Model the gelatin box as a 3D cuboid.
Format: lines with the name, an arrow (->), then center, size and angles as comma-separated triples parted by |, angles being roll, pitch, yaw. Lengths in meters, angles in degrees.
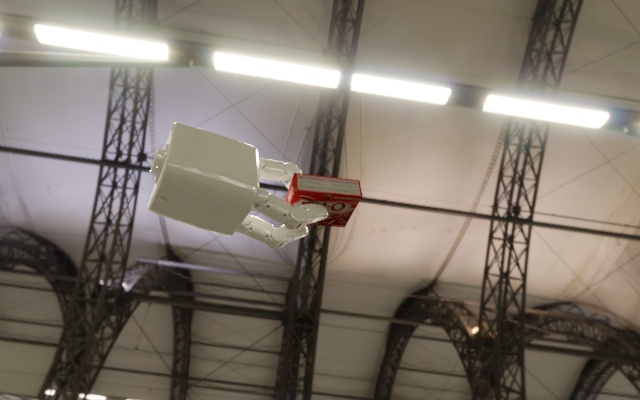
gelatin box -> 0.000, 0.002, 0.616 | 0.089, 0.030, 0.073 | 5, -37, -15
